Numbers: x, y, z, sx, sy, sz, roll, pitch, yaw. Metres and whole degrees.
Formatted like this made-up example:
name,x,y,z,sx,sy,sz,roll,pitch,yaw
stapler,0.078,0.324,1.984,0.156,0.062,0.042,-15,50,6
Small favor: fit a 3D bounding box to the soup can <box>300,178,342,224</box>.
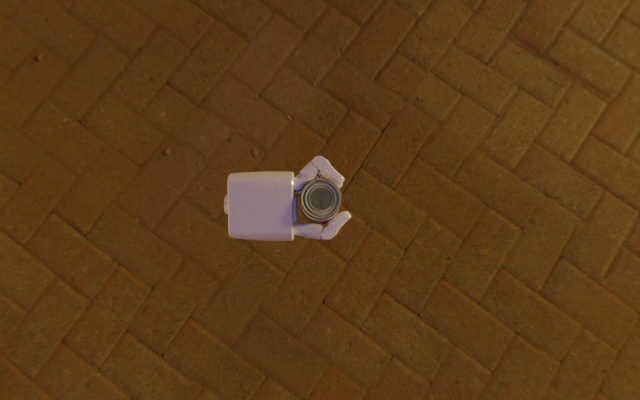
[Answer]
name,x,y,z,sx,sy,sz,roll,pitch,yaw
soup can,0.001,0.003,0.799,0.068,0.068,0.102,0,-7,-1
